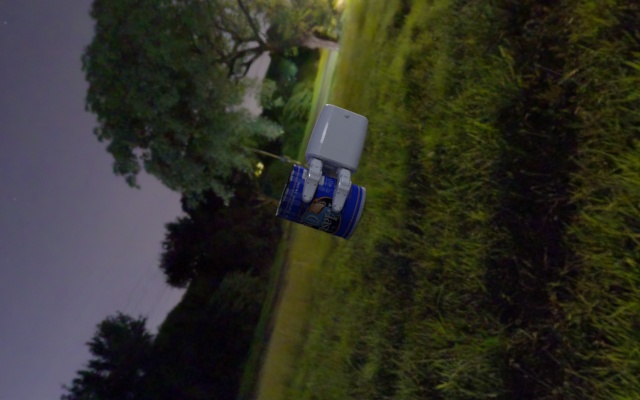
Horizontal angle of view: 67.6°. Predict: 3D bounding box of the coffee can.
[{"bbox_3d":[0.000,0.003,0.878,0.140,0.103,0.103,19,-3,-7],"label":"coffee can"}]
